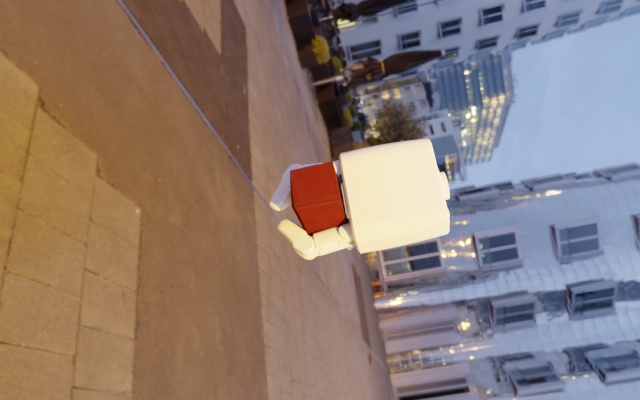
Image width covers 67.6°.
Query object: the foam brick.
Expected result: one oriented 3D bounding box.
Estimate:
[{"bbox_3d":[0.000,0.002,0.545,0.051,0.053,0.078,-11,-33,7],"label":"foam brick"}]
